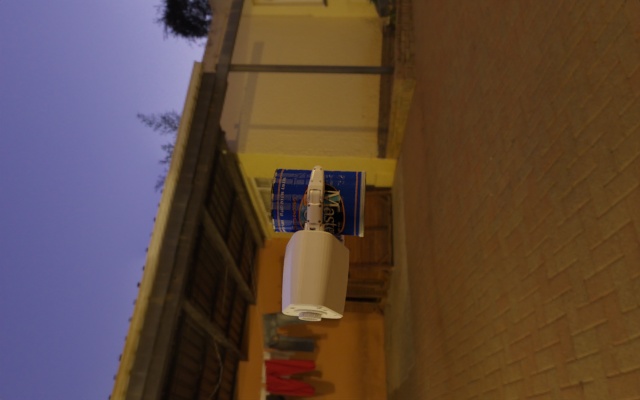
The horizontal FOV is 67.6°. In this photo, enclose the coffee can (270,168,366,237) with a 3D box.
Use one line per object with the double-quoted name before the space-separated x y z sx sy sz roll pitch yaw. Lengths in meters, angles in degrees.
"coffee can" 0.000 0.002 0.751 0.140 0.103 0.103 2 0 5
